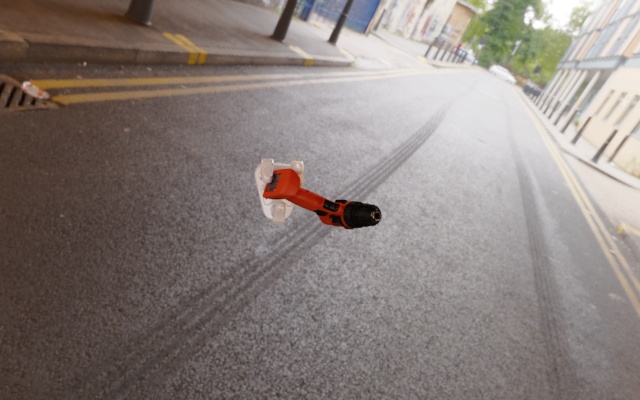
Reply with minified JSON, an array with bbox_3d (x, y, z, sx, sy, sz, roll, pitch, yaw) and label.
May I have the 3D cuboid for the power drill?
[{"bbox_3d":[0.000,0.003,0.885,0.188,0.057,0.184,26,-15,-26],"label":"power drill"}]
